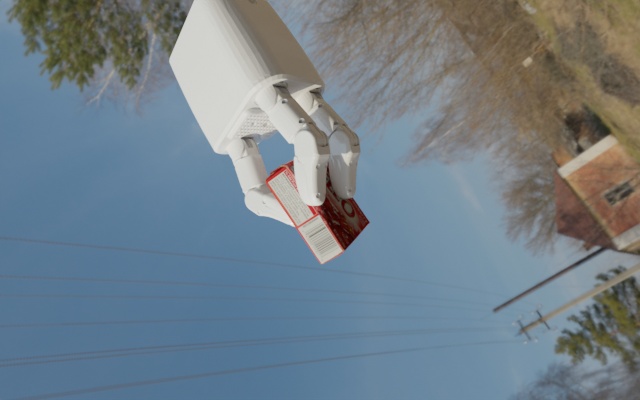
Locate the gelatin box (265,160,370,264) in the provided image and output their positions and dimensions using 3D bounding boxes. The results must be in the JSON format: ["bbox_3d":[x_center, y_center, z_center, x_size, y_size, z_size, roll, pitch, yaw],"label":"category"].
[{"bbox_3d":[0.000,0.002,0.425,0.030,0.089,0.073,-33,2,28],"label":"gelatin box"}]
